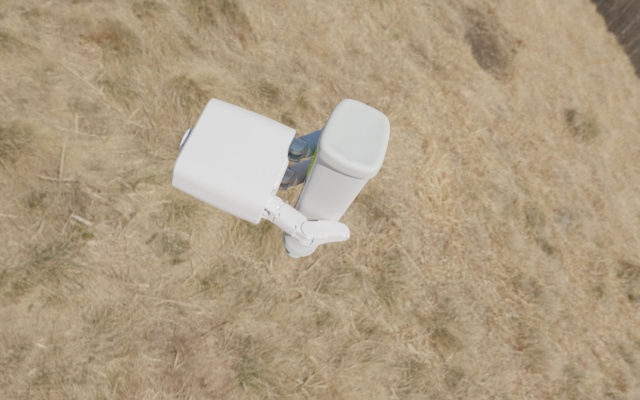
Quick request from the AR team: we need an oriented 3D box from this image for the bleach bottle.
[{"bbox_3d":[0.000,0.002,0.575,0.068,0.102,0.251,24,-41,-3],"label":"bleach bottle"}]
